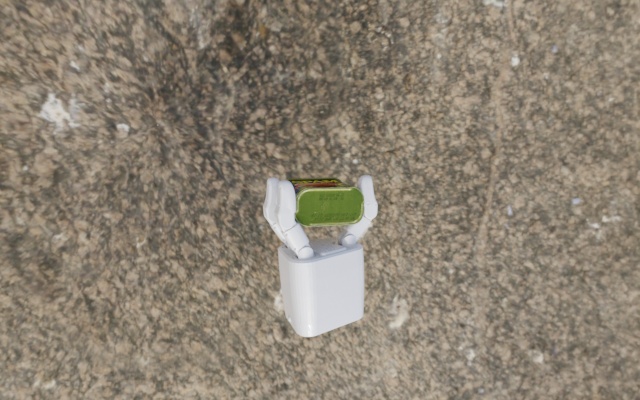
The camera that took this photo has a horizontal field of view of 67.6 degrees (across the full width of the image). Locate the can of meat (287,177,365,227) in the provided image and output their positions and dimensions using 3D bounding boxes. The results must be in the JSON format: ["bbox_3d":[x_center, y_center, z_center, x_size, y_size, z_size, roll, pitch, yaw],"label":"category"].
[{"bbox_3d":[0.000,0.002,0.654,0.102,0.057,0.084,-2,10,-19],"label":"can of meat"}]
